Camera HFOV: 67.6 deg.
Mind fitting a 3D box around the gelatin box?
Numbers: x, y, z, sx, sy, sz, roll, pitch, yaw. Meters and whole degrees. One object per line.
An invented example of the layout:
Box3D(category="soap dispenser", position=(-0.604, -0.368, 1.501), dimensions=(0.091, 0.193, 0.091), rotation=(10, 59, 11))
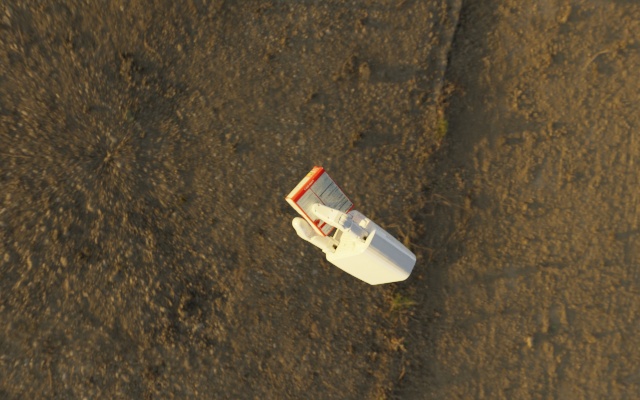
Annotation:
Box3D(category="gelatin box", position=(0.000, 0.002, 0.759), dimensions=(0.089, 0.073, 0.030), rotation=(49, -15, -24))
